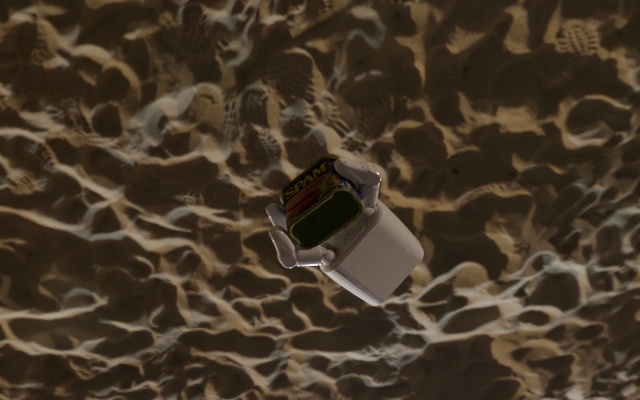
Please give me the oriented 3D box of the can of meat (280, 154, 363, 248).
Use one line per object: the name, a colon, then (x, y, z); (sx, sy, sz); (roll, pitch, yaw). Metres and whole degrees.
can of meat: (0.000, 0.002, 0.607); (0.102, 0.057, 0.084); (-37, 32, 15)
